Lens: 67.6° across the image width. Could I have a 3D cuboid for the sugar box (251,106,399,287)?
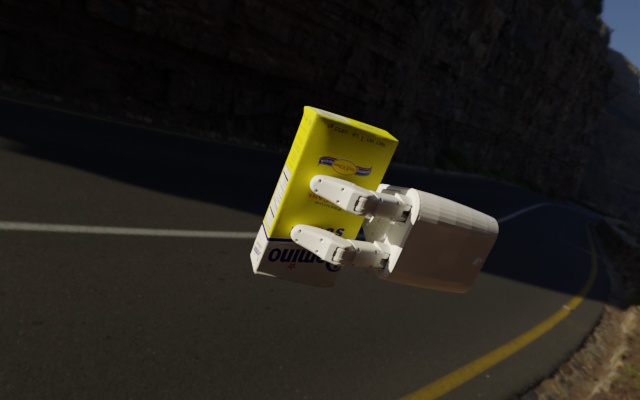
[{"bbox_3d":[0.000,0.002,0.488,0.093,0.176,0.048,15,17,-20],"label":"sugar box"}]
